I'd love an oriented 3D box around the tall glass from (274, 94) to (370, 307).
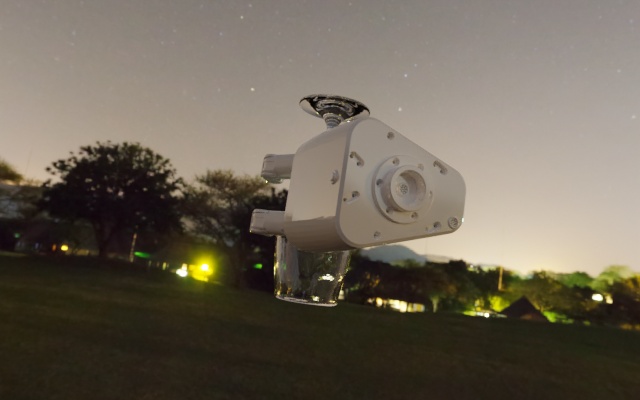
[{"bbox_3d":[0.000,0.001,0.480,0.079,0.201,0.079,9,-8,1],"label":"tall glass"}]
